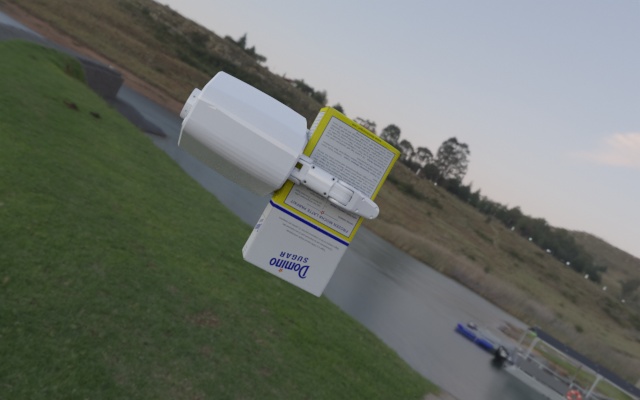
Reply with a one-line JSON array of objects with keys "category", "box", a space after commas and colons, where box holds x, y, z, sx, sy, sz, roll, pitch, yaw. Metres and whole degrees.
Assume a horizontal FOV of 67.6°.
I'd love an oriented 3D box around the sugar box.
[{"category": "sugar box", "box": [0.000, 0.001, 0.501, 0.093, 0.176, 0.048, 30, 3, -14]}]
